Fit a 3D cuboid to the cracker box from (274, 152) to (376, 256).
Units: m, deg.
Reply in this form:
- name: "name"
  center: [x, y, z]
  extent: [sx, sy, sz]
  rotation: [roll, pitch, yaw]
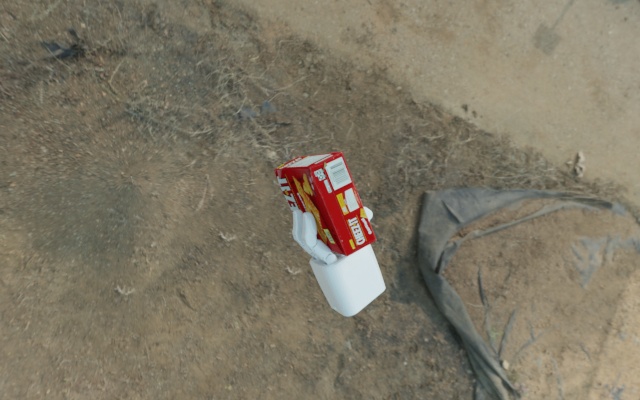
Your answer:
- name: "cracker box"
  center: [0.000, 0.003, 0.872]
  extent: [0.072, 0.164, 0.213]
  rotation: [-26, 12, -18]
